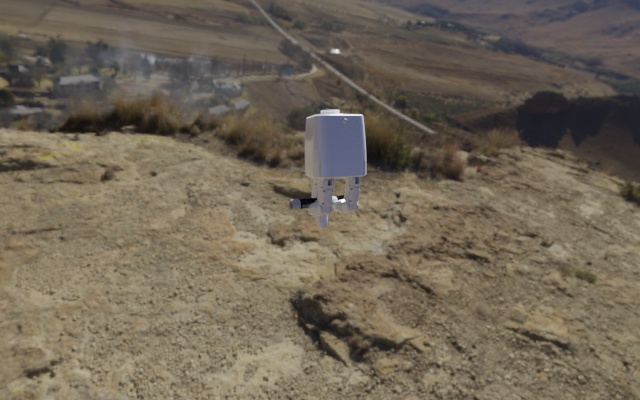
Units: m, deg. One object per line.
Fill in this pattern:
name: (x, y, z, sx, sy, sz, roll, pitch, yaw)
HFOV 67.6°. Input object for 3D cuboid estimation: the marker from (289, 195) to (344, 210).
marker: (0.000, 0.003, 0.871, 0.121, 0.020, 0.020, -6, 3, -29)
